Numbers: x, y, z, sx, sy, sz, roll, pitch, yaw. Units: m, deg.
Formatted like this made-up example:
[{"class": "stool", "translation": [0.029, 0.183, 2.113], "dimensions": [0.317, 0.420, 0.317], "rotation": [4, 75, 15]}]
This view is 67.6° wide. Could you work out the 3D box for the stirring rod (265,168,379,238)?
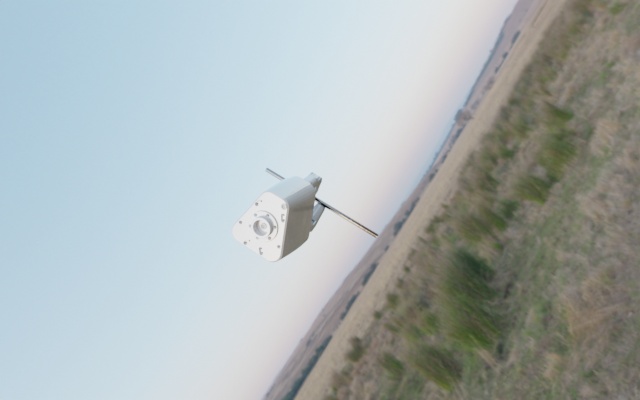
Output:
[{"class": "stirring rod", "translation": [0.000, 0.003, 0.868], "dimensions": [0.239, 0.011, 0.011], "rotation": [31, 6, 11]}]
